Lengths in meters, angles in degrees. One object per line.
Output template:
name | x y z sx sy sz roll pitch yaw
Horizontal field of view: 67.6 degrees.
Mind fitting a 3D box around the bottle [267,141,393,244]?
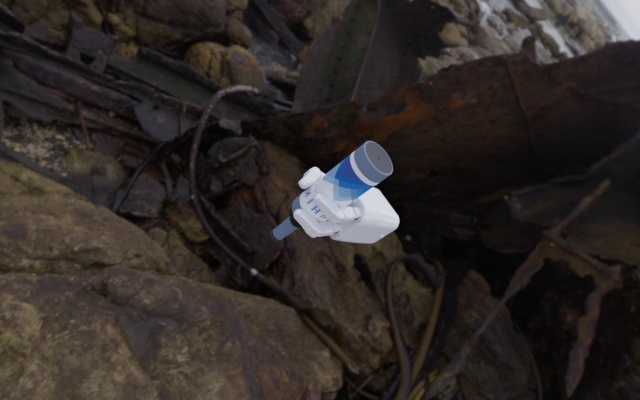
bottle | 0.000 0.003 0.862 0.069 0.069 0.296 0 -29 -48
